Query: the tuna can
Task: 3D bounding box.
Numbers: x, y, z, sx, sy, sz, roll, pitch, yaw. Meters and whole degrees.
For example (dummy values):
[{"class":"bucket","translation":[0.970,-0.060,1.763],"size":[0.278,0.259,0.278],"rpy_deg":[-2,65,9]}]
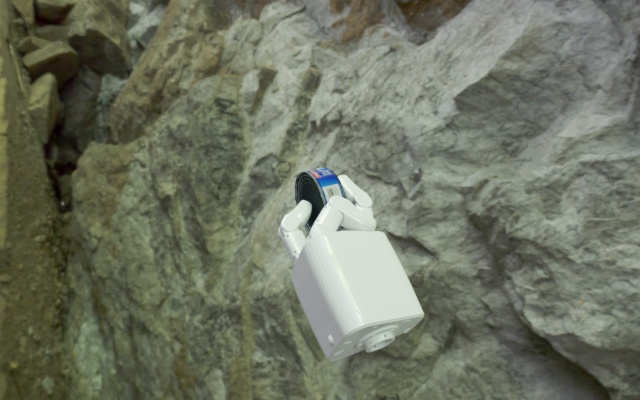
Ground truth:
[{"class":"tuna can","translation":[0.001,0.002,0.609],"size":[0.034,0.086,0.086],"rpy_deg":[-14,6,-25]}]
